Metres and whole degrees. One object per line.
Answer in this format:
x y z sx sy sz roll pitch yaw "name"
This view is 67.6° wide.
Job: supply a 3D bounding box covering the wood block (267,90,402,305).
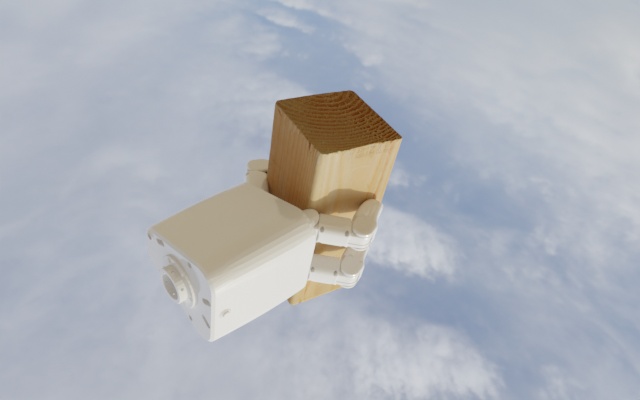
0.000 0.002 0.500 0.090 0.206 0.090 -15 48 -28 "wood block"
